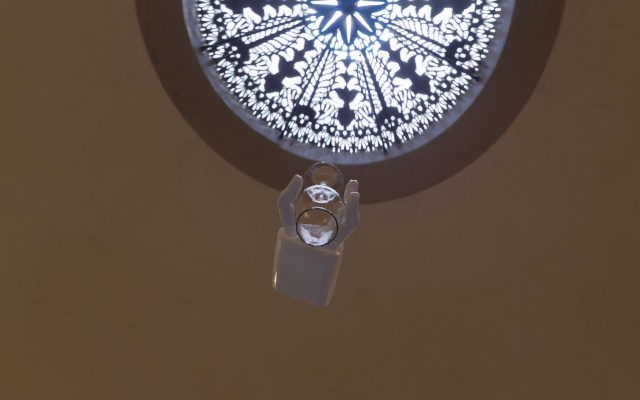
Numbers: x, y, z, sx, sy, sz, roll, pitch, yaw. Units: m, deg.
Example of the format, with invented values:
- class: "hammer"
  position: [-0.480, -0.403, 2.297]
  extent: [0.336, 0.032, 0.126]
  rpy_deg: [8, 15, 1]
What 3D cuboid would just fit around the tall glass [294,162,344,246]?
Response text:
- class: "tall glass"
  position: [0.000, 0.002, 0.779]
  extent: [0.079, 0.079, 0.201]
  rpy_deg: [0, 21, 3]
